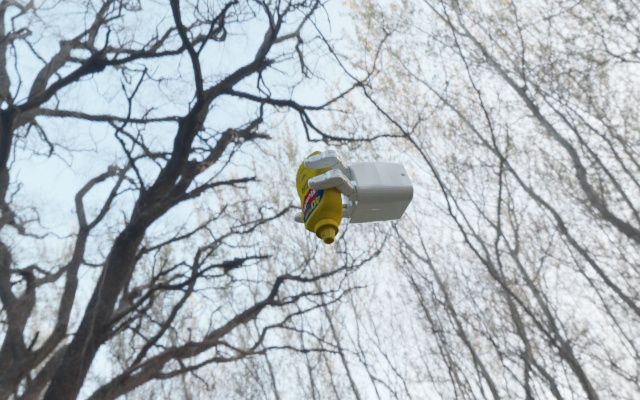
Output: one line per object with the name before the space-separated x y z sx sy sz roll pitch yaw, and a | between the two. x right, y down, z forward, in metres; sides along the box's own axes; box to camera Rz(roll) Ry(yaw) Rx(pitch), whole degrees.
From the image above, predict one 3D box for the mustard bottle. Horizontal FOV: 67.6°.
mustard bottle | 0.000 0.003 0.859 0.058 0.096 0.191 17 37 -27
